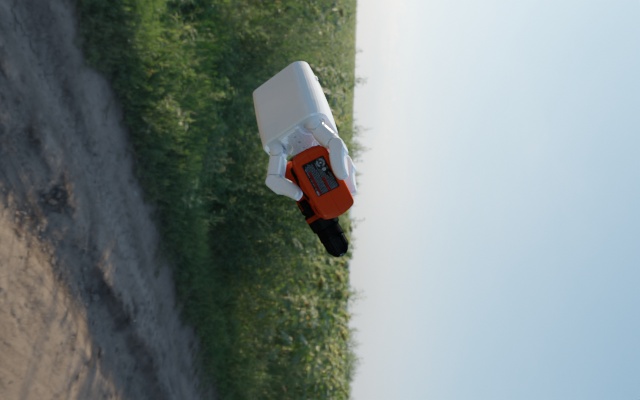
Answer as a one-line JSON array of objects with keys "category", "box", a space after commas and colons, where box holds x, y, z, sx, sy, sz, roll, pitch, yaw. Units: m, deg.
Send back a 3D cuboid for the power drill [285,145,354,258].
[{"category": "power drill", "box": [0.000, 0.002, 0.748, 0.057, 0.184, 0.188, -29, -5, -12]}]
